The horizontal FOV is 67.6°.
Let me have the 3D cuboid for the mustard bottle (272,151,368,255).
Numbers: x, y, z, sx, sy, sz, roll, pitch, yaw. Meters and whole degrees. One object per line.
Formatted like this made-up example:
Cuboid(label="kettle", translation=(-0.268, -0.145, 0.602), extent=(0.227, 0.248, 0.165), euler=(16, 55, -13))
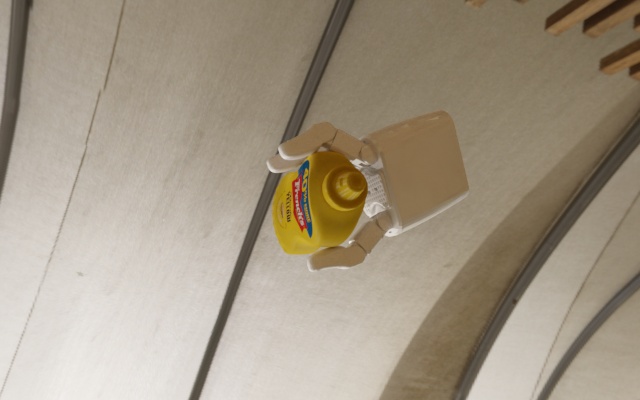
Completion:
Cuboid(label="mustard bottle", translation=(0.000, 0.002, 0.495), extent=(0.058, 0.096, 0.192), euler=(2, -11, -20))
